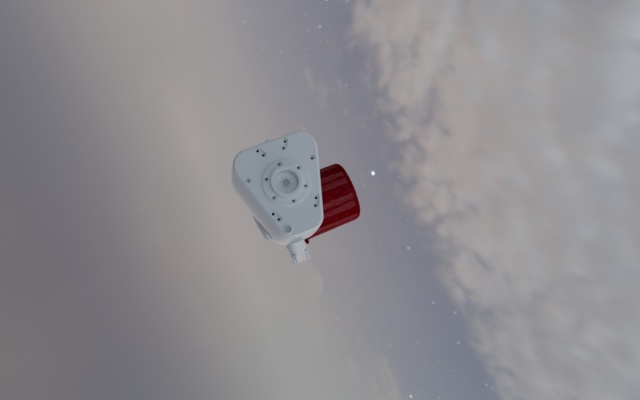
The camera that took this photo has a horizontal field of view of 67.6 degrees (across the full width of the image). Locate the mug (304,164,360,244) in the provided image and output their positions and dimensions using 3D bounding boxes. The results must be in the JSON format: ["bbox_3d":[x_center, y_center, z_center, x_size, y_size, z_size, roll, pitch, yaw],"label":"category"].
[{"bbox_3d":[0.000,0.002,0.657,0.081,0.093,0.117,-22,-3,-9],"label":"mug"}]
